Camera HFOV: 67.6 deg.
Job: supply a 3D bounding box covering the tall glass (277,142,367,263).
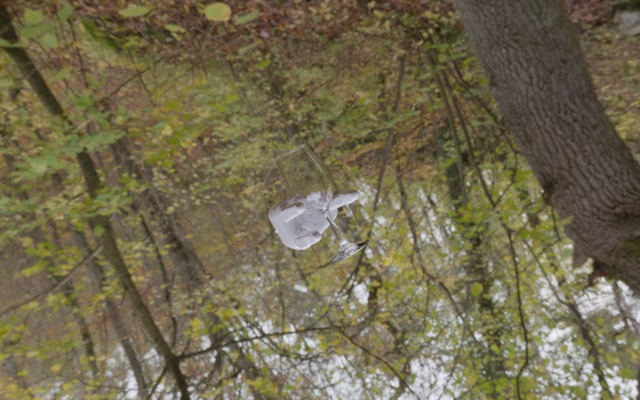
[{"bbox_3d":[0.001,0.003,0.820,0.079,0.201,0.079,-29,4,2],"label":"tall glass"}]
